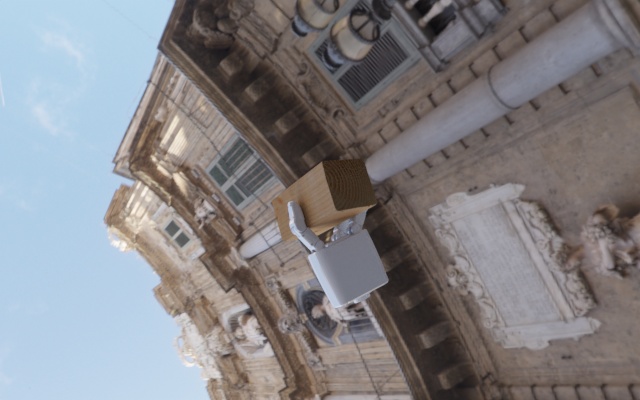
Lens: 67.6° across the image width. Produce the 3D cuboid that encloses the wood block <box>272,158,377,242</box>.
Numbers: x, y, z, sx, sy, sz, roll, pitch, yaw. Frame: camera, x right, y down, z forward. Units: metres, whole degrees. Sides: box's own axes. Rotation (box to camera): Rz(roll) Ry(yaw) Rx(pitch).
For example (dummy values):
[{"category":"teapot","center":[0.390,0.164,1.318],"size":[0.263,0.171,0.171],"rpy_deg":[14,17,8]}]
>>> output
[{"category":"wood block","center":[0.000,0.003,0.887],"size":[0.091,0.090,0.206],"rpy_deg":[-8,-14,-33]}]
